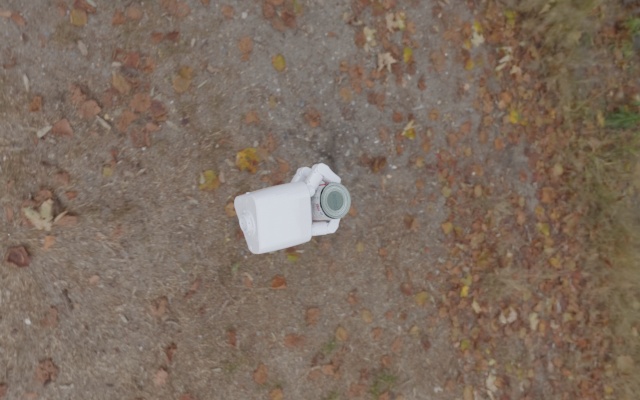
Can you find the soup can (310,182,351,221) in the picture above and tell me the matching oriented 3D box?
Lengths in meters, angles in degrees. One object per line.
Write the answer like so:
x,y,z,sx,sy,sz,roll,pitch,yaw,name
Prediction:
0.001,0.003,0.887,0.068,0.068,0.102,0,-3,-33,soup can
